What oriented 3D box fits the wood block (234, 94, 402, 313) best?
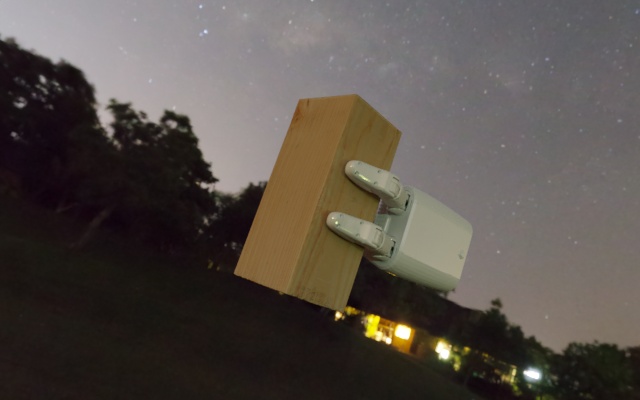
[{"bbox_3d":[0.000,0.002,0.513,0.091,0.206,0.090,7,-16,46],"label":"wood block"}]
